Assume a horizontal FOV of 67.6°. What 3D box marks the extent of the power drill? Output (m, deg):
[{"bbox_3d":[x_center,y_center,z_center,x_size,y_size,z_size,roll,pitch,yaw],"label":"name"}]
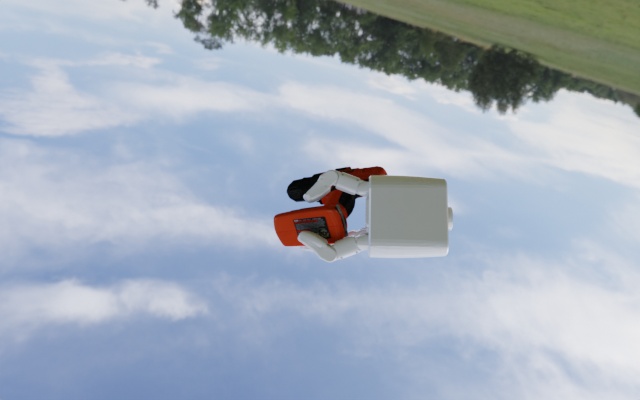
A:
[{"bbox_3d":[0.000,0.003,0.750,0.184,0.057,0.187,-9,23,27],"label":"power drill"}]
